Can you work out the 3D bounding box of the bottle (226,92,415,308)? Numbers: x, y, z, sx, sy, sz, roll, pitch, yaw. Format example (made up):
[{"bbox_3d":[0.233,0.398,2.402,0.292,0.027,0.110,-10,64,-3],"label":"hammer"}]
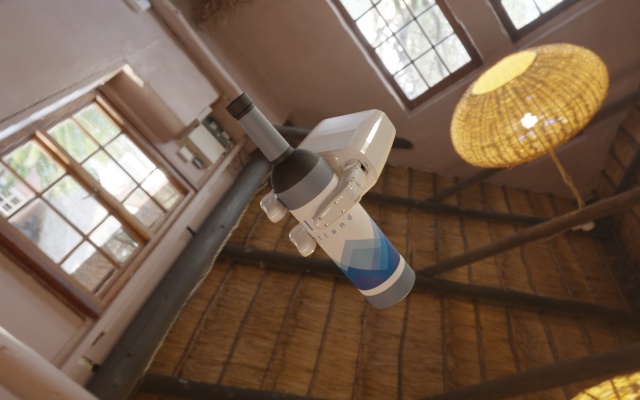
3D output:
[{"bbox_3d":[0.000,0.002,0.547,0.069,0.296,0.069,-35,19,14],"label":"bottle"}]
